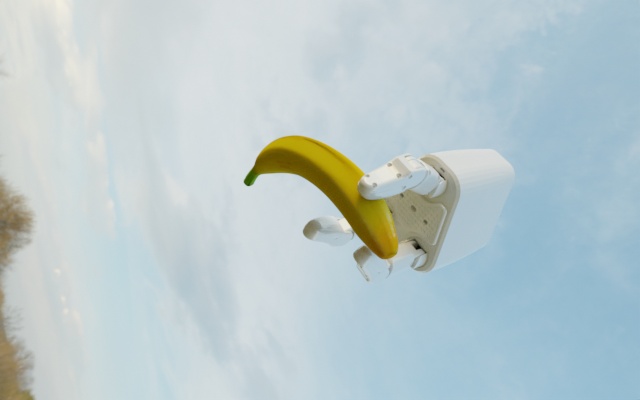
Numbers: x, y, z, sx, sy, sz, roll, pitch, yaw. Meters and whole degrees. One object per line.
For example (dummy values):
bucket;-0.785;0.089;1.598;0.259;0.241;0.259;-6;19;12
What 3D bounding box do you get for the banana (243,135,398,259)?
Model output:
banana;0.000;-0.017;0.431;0.037;0.070;0.197;-11;27;-41
